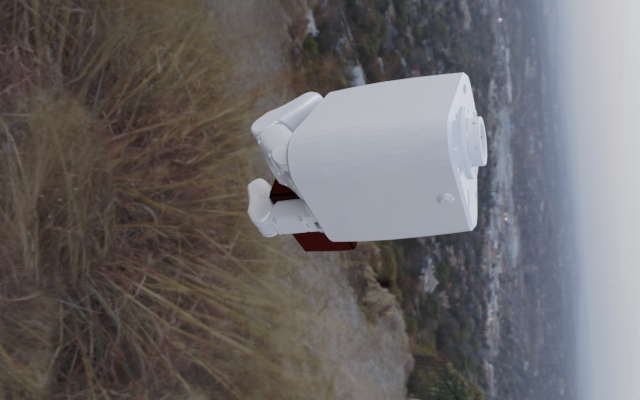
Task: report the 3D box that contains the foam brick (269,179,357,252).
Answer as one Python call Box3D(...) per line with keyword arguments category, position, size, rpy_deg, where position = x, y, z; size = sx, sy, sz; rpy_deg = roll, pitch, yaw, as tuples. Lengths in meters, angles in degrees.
Box3D(category="foam brick", position=(0.000, 0.001, 0.413), size=(0.051, 0.053, 0.078), rpy_deg=(-5, -43, 26))
